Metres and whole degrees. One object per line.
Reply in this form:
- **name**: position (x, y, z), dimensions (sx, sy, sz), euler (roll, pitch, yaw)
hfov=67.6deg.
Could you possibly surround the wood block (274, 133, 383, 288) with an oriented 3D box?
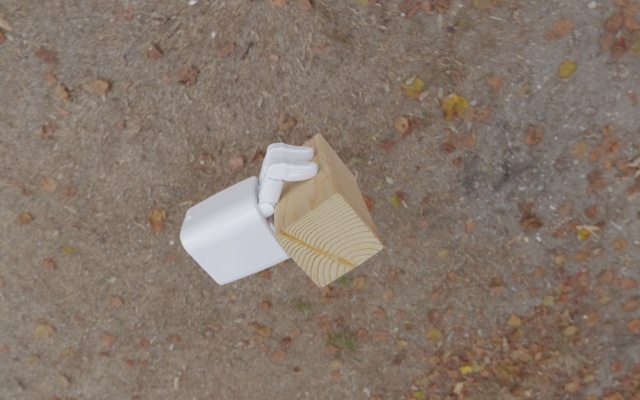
- **wood block**: position (0.000, 0.003, 0.613), dimensions (0.090, 0.091, 0.206), euler (-35, 25, 11)
